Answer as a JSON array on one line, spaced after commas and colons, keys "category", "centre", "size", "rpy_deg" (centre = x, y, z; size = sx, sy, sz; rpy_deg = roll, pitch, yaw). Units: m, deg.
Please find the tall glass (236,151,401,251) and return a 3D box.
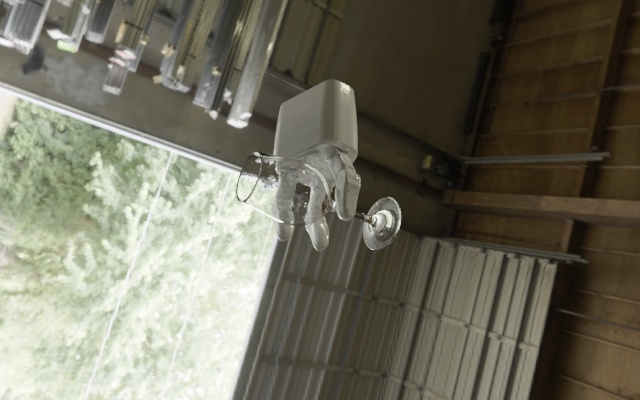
[{"category": "tall glass", "centre": [0.001, 0.002, 0.588], "size": [0.201, 0.079, 0.079], "rpy_deg": [19, -10, -30]}]
